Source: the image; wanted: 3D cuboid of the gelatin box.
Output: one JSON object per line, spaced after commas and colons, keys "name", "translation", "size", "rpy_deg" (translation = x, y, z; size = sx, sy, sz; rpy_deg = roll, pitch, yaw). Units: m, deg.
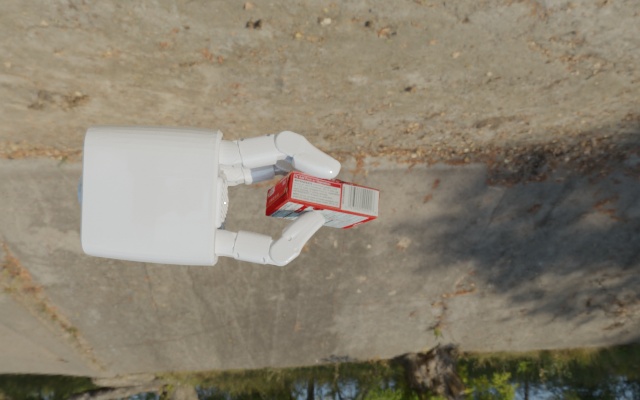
{"name": "gelatin box", "translation": [0.000, 0.002, 0.448], "size": [0.089, 0.030, 0.073], "rpy_deg": [11, -15, -18]}
